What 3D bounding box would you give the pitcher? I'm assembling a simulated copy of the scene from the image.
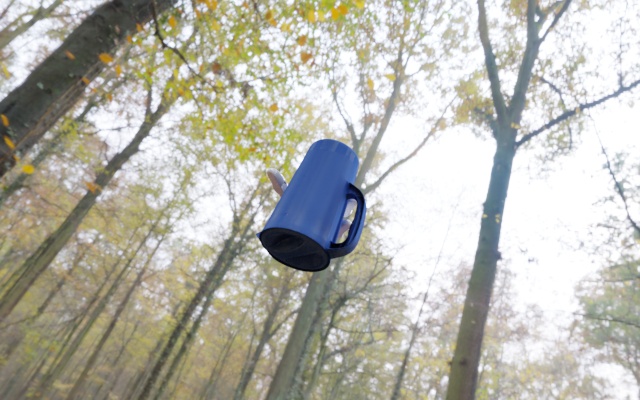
[{"bbox_3d":[0.000,0.003,0.891,0.149,0.242,0.145,32,-35,-12],"label":"pitcher"}]
